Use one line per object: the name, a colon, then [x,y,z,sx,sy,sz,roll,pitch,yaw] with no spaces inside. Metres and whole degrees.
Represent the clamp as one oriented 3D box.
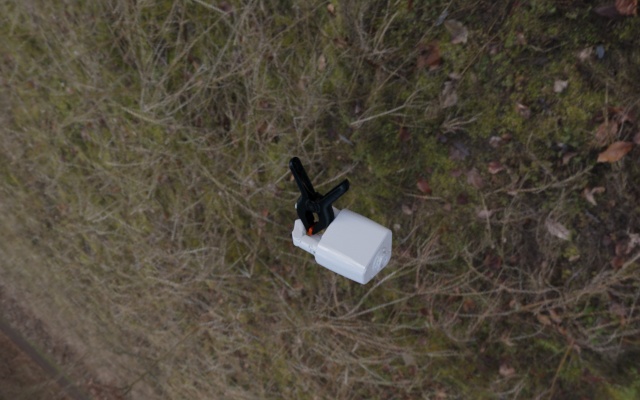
clamp: [0.000,0.003,0.893,0.120,0.172,0.039,23,50,28]
